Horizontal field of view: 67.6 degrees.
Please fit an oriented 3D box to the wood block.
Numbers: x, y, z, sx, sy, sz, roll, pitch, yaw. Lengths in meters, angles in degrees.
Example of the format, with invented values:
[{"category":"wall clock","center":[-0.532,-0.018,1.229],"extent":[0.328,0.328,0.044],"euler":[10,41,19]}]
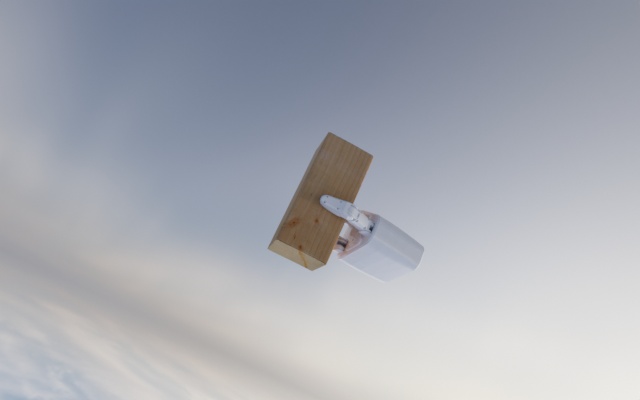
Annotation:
[{"category":"wood block","center":[0.001,0.003,0.807],"extent":[0.090,0.206,0.091],"euler":[28,-21,-8]}]
